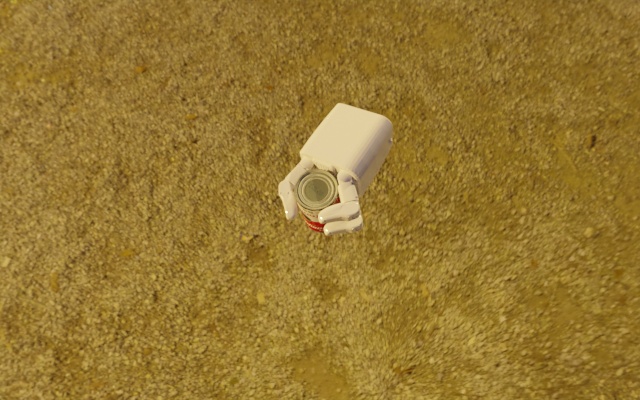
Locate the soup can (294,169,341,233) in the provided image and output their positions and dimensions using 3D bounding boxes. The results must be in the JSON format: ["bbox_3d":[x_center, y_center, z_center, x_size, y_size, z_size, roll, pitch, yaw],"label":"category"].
[{"bbox_3d":[0.000,0.003,0.732,0.068,0.068,0.102,0,-22,7],"label":"soup can"}]
